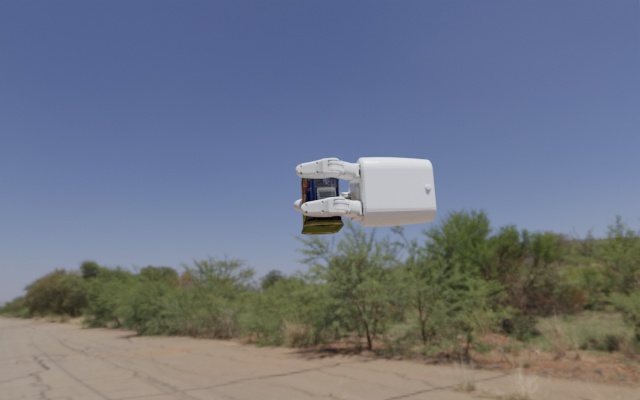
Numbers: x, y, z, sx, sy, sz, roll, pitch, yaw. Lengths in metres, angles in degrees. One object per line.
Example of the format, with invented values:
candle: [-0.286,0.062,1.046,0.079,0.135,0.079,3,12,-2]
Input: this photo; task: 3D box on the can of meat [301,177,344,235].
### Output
can of meat: [0.000,0.002,0.704,0.057,0.084,0.102,-2,-11,-5]
